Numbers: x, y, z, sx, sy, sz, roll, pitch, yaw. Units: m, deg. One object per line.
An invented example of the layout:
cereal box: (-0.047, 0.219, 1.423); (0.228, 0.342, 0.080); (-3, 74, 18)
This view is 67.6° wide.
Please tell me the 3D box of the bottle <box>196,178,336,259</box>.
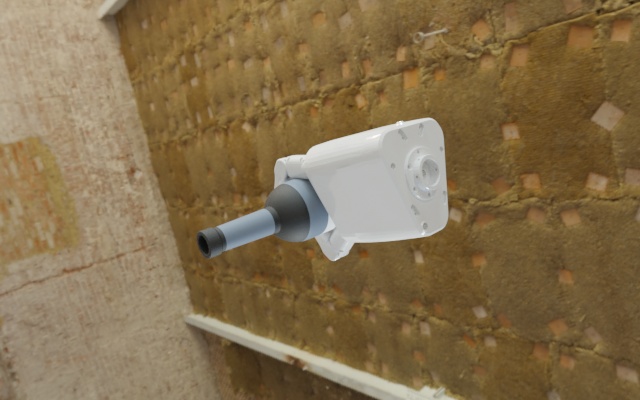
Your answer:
bottle: (0.000, 0.002, 0.535); (0.295, 0.069, 0.069); (-20, 13, -38)
